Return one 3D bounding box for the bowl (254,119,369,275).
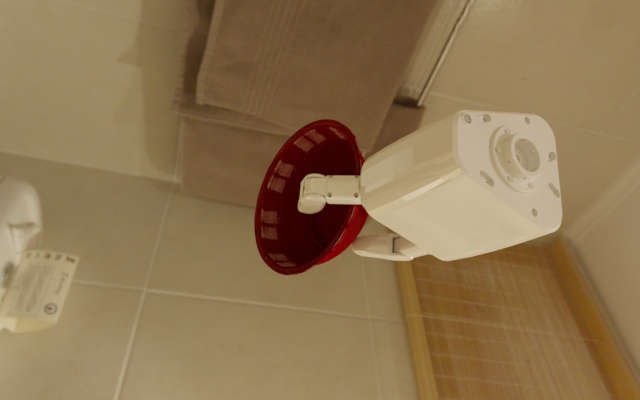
[{"bbox_3d":[0.000,0.002,0.491,0.055,0.162,0.162,22,-14,-38],"label":"bowl"}]
